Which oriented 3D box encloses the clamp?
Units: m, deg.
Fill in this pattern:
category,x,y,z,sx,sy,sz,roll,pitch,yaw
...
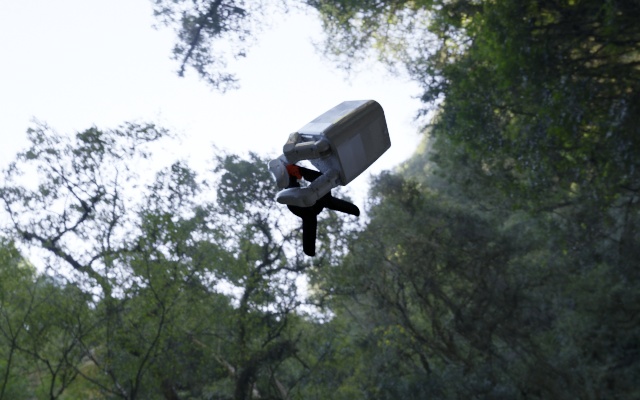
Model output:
category,x,y,z,sx,sy,sz,roll,pitch,yaw
clamp,0.000,0.002,0.769,0.120,0.172,0.039,-38,43,-20
